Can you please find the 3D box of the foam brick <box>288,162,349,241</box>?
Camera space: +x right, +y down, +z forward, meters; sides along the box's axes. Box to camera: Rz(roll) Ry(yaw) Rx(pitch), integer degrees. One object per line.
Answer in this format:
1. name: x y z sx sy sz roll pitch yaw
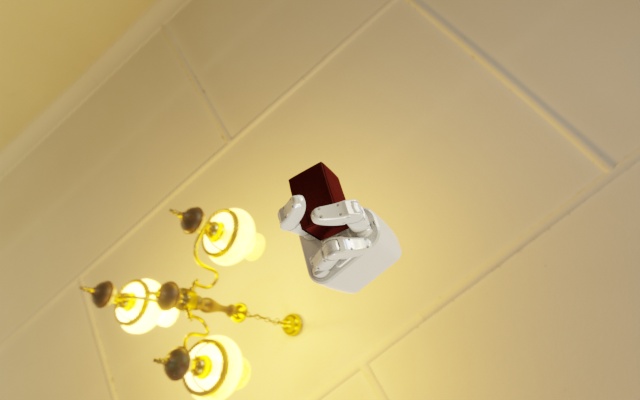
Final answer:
1. foam brick: 0.000 0.002 0.611 0.053 0.078 0.051 -26 -29 18
